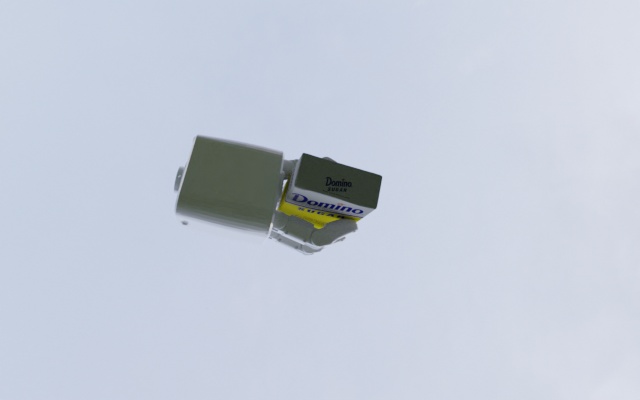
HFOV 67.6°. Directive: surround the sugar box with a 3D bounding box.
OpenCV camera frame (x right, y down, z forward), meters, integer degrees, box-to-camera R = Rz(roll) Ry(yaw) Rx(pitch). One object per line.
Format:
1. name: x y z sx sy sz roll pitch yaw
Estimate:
1. sugar box: 0.000 0.002 0.577 0.093 0.048 0.176 15 -15 -9
